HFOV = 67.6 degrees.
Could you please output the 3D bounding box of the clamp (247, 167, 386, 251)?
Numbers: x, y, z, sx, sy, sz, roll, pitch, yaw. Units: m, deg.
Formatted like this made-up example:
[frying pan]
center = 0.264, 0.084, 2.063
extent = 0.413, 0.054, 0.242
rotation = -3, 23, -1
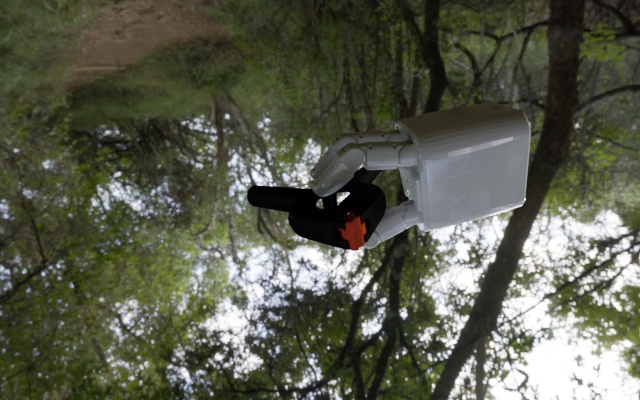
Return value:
[clamp]
center = 0.001, 0.002, 0.485
extent = 0.164, 0.036, 0.210
rotation = -14, 18, 0
